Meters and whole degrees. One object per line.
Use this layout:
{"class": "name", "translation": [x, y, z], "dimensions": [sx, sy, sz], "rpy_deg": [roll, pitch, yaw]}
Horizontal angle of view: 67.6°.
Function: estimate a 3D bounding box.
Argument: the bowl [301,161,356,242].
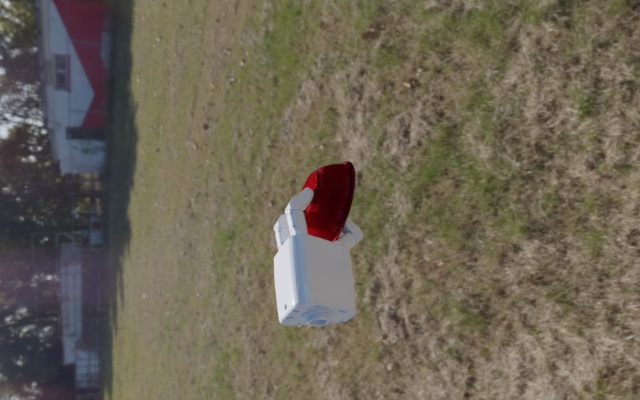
{"class": "bowl", "translation": [0.000, 0.002, 0.806], "dimensions": [0.055, 0.162, 0.162], "rpy_deg": [18, -5, -16]}
